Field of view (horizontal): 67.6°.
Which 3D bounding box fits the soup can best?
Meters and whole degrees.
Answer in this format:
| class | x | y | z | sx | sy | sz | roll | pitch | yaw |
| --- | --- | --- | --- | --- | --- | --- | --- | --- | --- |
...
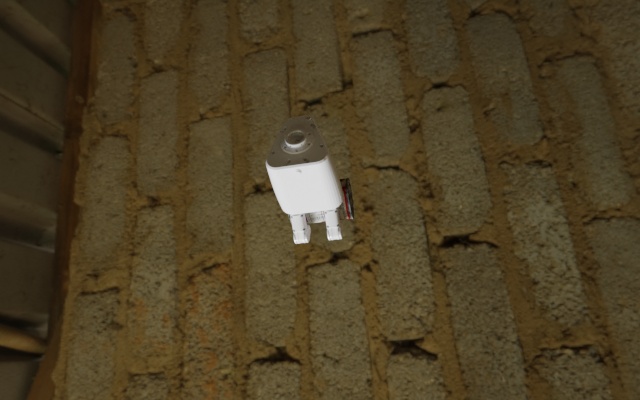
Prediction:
| class | x | y | z | sx | sy | sz | roll | pitch | yaw |
| --- | --- | --- | --- | --- | --- | --- | --- | --- | --- |
| soup can | 0.000 | 0.003 | 0.788 | 0.102 | 0.068 | 0.068 | -7 | -1 | 9 |
